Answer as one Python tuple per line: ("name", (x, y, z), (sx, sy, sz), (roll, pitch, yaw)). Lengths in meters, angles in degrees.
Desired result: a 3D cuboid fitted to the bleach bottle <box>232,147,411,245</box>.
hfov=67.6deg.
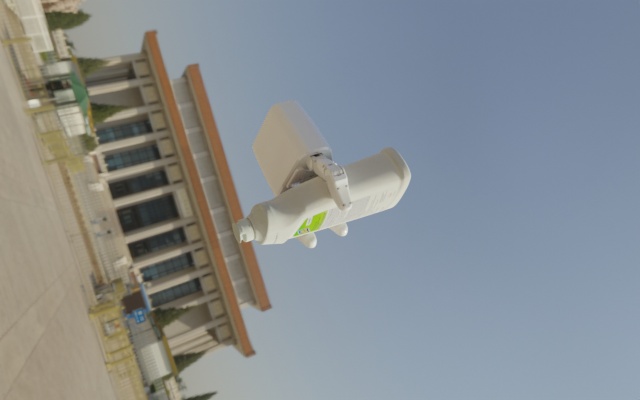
("bleach bottle", (0.000, 0.002, 0.670), (0.251, 0.068, 0.103), (-18, -29, -24))
